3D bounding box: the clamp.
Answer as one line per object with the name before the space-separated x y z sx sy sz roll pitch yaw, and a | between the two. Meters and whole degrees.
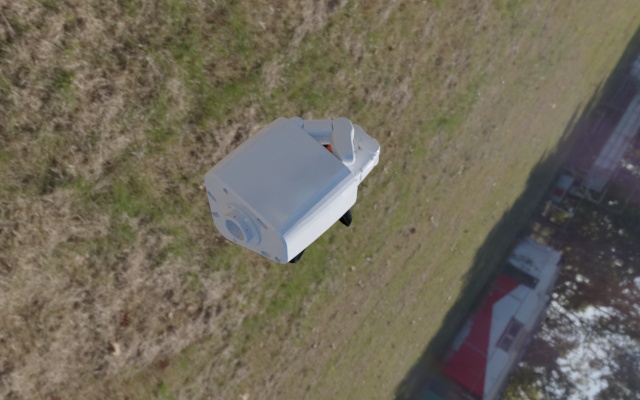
clamp | 0.001 0.002 0.579 0.039 0.172 0.120 30 53 25
